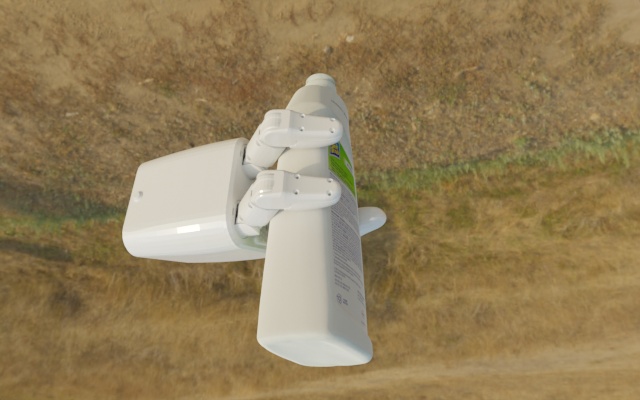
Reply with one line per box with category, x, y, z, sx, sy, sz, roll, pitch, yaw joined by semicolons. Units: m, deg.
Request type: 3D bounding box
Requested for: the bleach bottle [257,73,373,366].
bleach bottle;0.000;0.001;0.404;0.068;0.250;0.103;-10;-31;20
